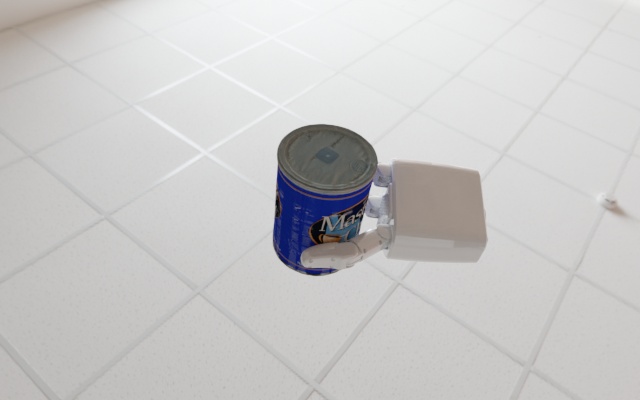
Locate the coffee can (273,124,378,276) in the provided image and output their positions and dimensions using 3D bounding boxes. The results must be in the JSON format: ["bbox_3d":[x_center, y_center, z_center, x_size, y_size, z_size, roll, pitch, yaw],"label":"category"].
[{"bbox_3d":[0.000,0.002,0.530,0.103,0.102,0.140,0,-44,-9],"label":"coffee can"}]
